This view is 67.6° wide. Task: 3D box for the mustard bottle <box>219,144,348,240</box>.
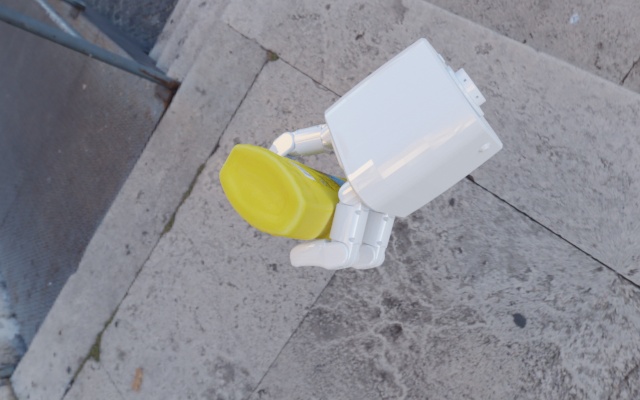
[{"bbox_3d":[0.000,0.002,0.453,0.096,0.058,0.191,37,13,30],"label":"mustard bottle"}]
